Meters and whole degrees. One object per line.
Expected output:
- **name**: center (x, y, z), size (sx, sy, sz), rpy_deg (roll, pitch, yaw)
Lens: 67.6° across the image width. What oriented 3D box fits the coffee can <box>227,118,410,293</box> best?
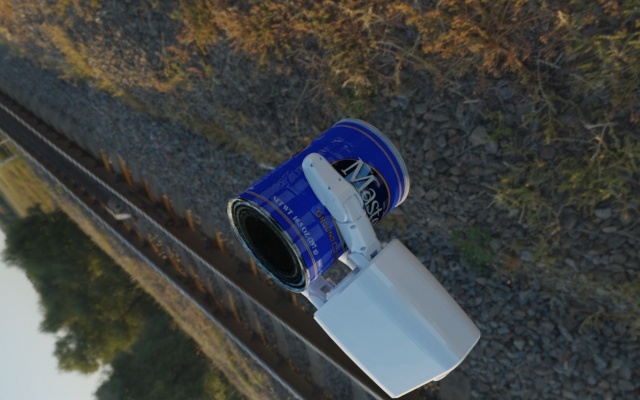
- **coffee can**: center (0.000, 0.001, 0.447), size (0.140, 0.103, 0.103), rpy_deg (-39, 20, -28)
